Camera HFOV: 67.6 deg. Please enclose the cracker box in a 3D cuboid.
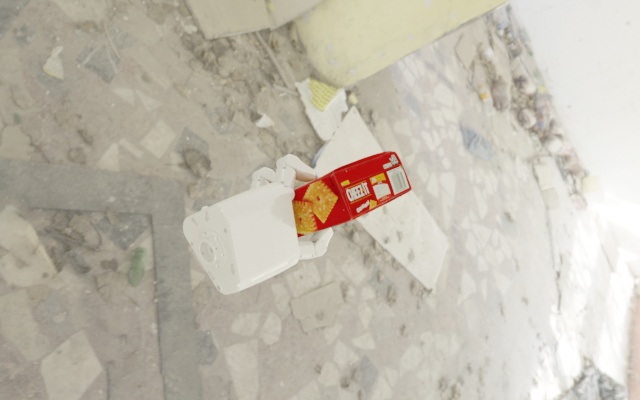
[{"bbox_3d":[0.000,0.002,0.704,0.214,0.072,0.164,-20,2,41],"label":"cracker box"}]
